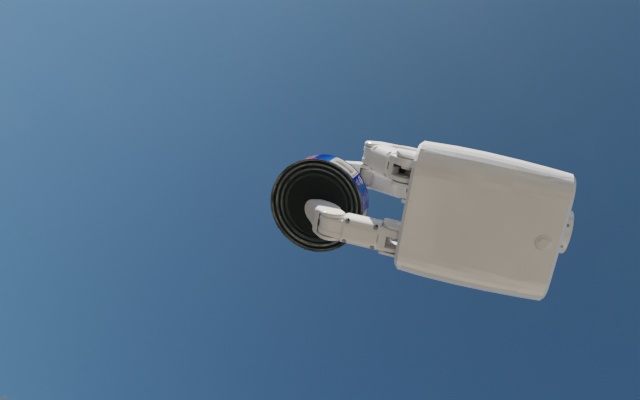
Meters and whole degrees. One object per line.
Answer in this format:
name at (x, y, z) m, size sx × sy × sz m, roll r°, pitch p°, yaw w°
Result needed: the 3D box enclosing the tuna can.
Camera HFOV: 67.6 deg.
tuna can at (0.000, 0.001, 0.438) m, size 0.086 × 0.086 × 0.033 m, roll 0°, pitch 14°, yaw 18°
